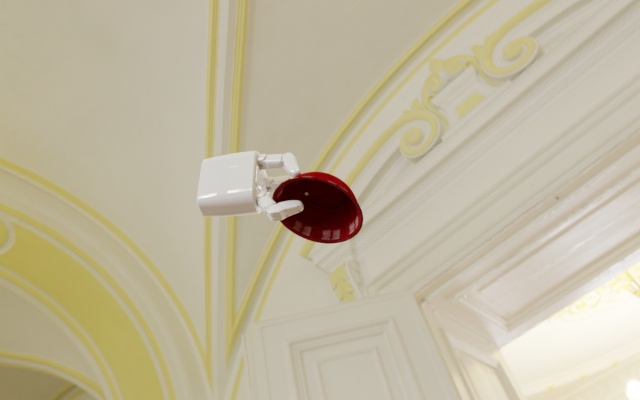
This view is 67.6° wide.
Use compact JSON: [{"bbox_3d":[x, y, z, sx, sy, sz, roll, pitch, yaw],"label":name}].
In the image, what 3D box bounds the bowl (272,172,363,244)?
[{"bbox_3d":[0.002,0.003,0.831,0.162,0.162,0.055,0,44,21],"label":"bowl"}]
